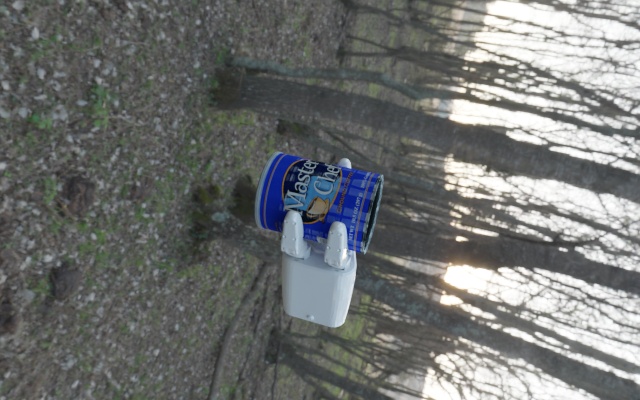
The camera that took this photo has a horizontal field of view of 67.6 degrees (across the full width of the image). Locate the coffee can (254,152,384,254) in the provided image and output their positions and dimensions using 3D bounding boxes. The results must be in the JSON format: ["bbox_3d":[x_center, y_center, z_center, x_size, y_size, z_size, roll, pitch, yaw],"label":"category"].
[{"bbox_3d":[0.000,0.002,0.609,0.140,0.103,0.103,13,3,12],"label":"coffee can"}]
